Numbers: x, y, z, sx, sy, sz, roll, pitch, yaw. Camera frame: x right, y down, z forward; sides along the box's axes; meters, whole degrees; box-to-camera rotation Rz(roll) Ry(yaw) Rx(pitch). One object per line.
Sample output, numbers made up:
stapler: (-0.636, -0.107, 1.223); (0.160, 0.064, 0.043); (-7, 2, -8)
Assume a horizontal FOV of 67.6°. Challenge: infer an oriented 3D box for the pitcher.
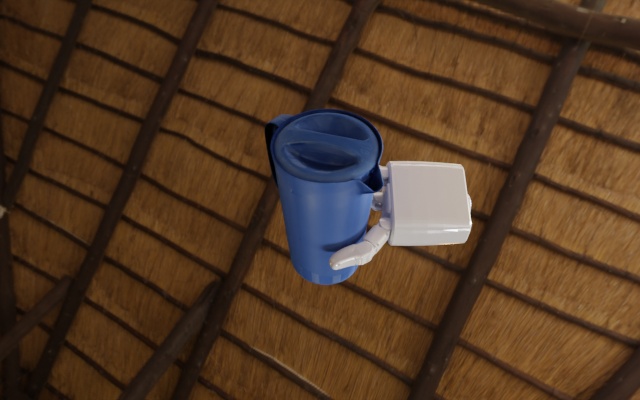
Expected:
pitcher: (0.000, 0.002, 0.653); (0.145, 0.149, 0.243); (-2, -42, -2)
